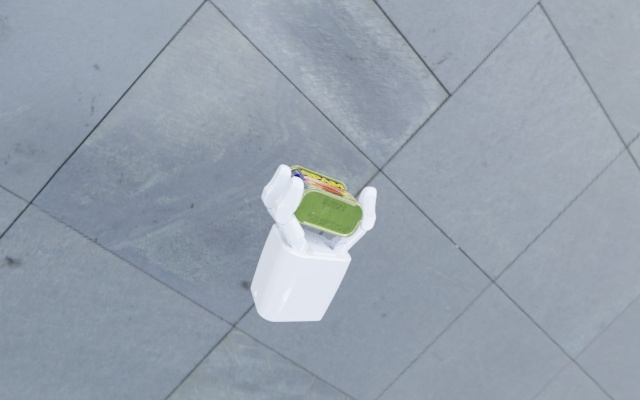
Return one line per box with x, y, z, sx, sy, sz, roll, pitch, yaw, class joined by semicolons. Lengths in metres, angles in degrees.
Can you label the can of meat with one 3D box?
0.000;0.002;0.650;0.102;0.057;0.084;20;15;-24;can of meat
